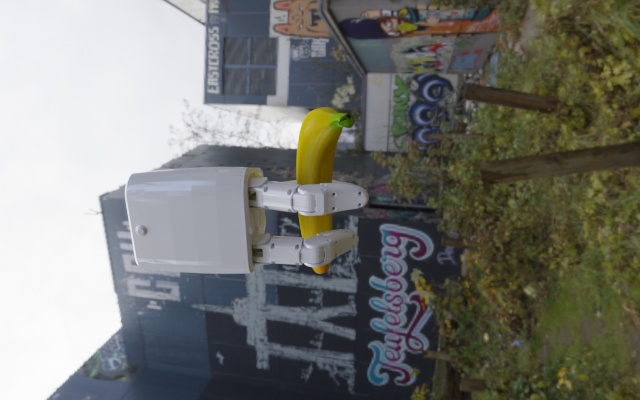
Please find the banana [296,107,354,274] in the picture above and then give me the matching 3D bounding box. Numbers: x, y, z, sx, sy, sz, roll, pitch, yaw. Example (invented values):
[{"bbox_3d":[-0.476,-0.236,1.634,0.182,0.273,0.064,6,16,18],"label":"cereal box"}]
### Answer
[{"bbox_3d":[-0.003,-0.014,0.456,0.037,0.198,0.069,-4,44,-9],"label":"banana"}]
